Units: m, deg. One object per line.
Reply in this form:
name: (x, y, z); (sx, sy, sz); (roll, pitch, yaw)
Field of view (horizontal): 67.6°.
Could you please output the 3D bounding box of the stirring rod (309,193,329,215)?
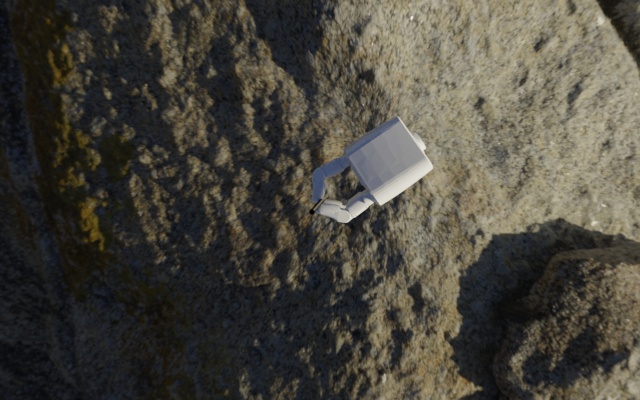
stirring rod: (0.000, 0.003, 0.791); (0.011, 0.011, 0.239); (0, 7, 6)
